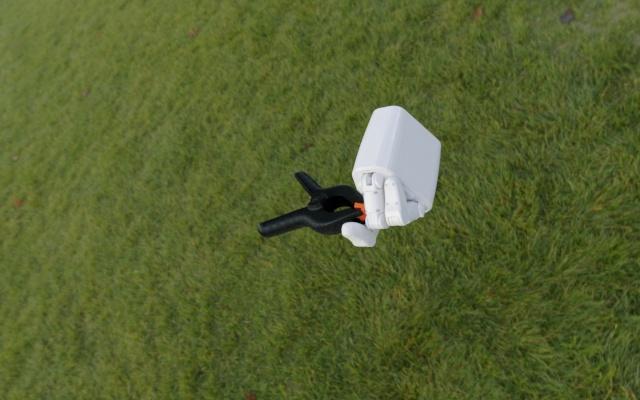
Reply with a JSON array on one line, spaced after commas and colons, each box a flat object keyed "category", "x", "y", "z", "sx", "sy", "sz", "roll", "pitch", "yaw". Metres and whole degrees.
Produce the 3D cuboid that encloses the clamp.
[{"category": "clamp", "x": 0.000, "y": 0.002, "z": 0.667, "sx": 0.171, "sy": 0.120, "sz": 0.039, "roll": -1, "pitch": -36, "yaw": 32}]
